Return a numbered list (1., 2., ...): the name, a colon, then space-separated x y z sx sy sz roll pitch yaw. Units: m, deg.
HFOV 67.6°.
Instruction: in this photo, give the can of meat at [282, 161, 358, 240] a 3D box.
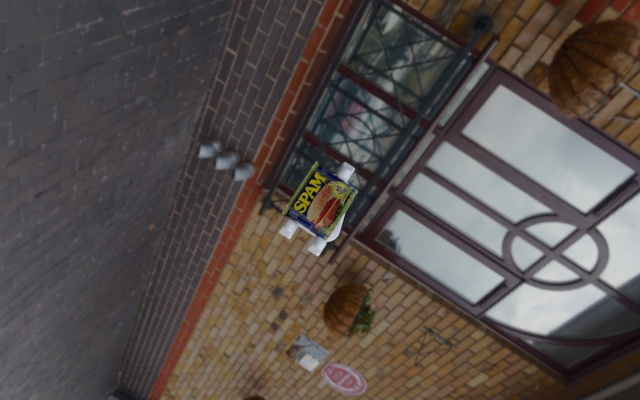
1. can of meat: 0.000 0.003 0.772 0.084 0.102 0.057 33 -8 1
